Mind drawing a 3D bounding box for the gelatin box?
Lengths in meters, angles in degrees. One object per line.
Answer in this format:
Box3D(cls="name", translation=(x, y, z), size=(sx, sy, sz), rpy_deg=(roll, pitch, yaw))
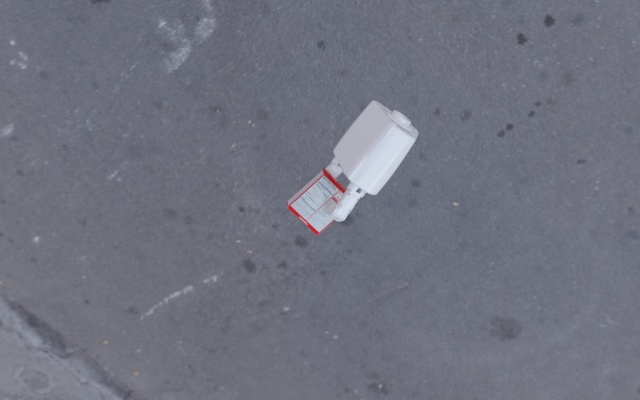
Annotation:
Box3D(cls="gelatin box", translation=(0.000, 0.003, 0.796), size=(0.089, 0.073, 0.030), rpy_deg=(-42, 18, 13))
